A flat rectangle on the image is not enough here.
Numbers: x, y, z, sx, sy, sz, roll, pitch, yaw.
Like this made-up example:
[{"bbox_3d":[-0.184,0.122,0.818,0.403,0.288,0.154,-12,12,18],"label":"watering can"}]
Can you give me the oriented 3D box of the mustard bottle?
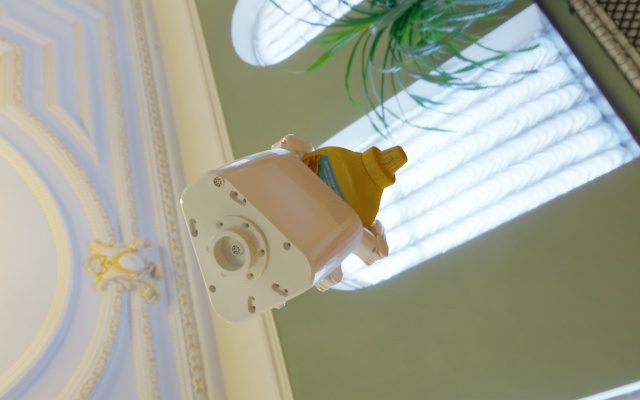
[{"bbox_3d":[0.000,0.002,0.472,0.192,0.096,0.058,-31,-25,24],"label":"mustard bottle"}]
